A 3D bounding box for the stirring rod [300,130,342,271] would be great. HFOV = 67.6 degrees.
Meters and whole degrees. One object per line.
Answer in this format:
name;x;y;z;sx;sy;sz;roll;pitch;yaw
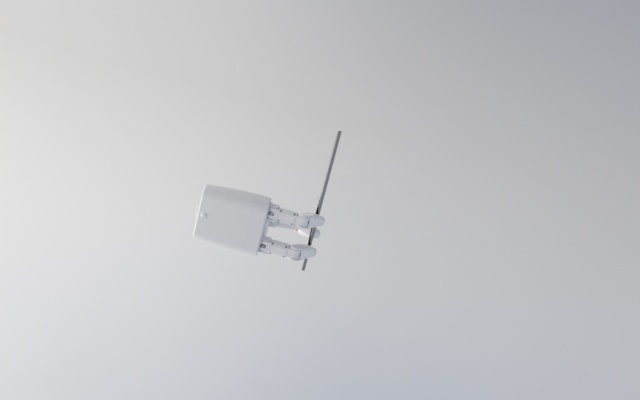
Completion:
stirring rod;0.000;0.002;0.787;0.011;0.239;0.011;14;10;-3
